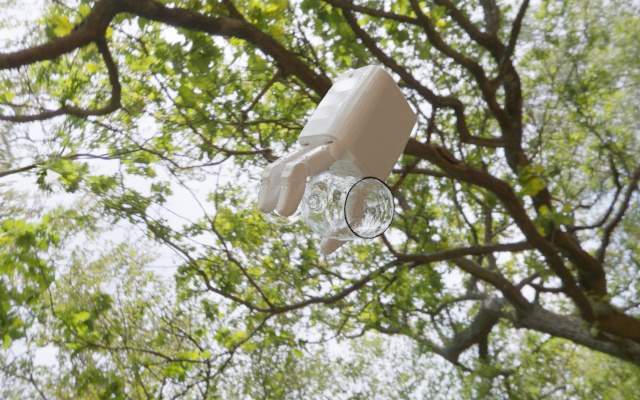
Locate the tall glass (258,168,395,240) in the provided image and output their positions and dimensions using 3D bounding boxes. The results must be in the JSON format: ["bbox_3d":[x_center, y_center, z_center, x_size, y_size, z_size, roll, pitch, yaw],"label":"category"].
[{"bbox_3d":[0.000,0.002,0.553,0.079,0.079,0.201,0,4,-29],"label":"tall glass"}]
